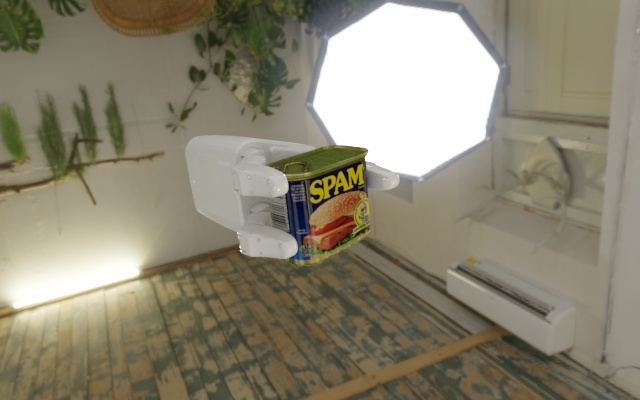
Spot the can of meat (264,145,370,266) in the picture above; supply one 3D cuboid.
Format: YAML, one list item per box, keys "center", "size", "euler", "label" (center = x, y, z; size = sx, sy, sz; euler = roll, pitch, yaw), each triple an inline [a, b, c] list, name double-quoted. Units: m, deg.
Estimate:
- center: [0.000, 0.002, 0.437]
  size: [0.057, 0.084, 0.102]
  euler: [13, 26, 43]
  label: "can of meat"
